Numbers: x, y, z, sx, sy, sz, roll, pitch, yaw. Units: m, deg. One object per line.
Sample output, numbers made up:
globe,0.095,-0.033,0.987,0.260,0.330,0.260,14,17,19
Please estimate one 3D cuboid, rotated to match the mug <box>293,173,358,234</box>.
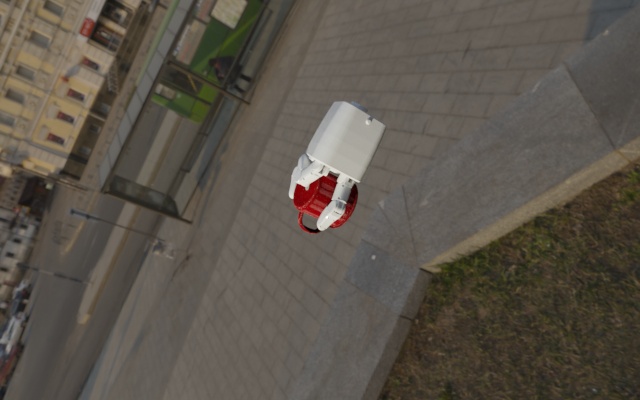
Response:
mug,-0.001,0.004,0.842,0.081,0.117,0.093,25,6,-30
